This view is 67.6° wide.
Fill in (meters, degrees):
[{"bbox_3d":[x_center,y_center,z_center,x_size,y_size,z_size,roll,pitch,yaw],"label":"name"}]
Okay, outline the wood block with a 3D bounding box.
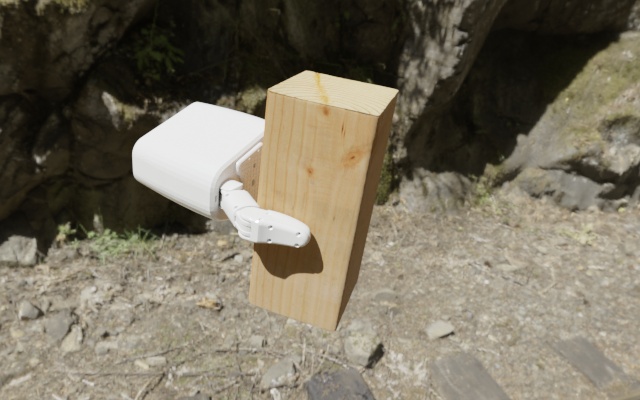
[{"bbox_3d":[0.000,0.001,0.433,0.090,0.206,0.090,16,28,13],"label":"wood block"}]
